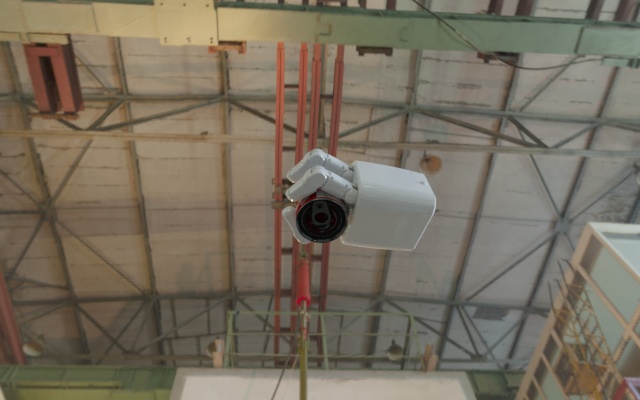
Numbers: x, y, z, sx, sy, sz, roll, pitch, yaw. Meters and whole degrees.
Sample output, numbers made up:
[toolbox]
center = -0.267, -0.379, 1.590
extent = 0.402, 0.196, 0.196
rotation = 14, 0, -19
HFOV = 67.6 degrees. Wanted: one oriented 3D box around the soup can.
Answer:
[soup can]
center = 0.000, 0.002, 0.661
extent = 0.068, 0.068, 0.102
rotation = 0, 30, -2
